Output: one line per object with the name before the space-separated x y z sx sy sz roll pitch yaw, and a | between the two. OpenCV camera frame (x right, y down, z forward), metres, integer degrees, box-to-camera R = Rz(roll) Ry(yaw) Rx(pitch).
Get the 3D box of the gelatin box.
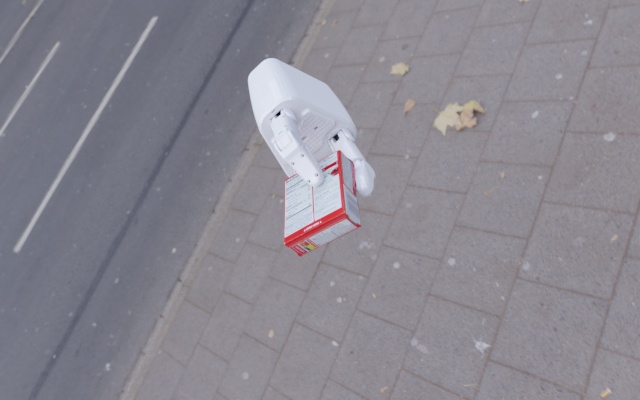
gelatin box | 0.000 0.002 0.473 0.073 0.089 0.030 -29 -49 25
